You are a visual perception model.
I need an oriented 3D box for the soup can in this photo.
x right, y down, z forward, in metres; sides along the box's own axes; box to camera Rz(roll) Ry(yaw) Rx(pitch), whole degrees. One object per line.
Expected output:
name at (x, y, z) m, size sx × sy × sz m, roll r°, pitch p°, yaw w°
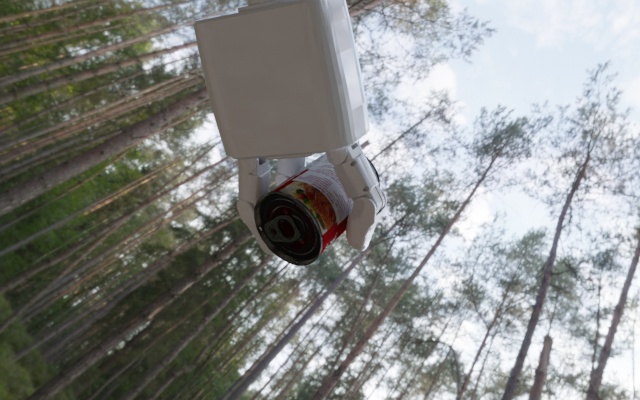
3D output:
soup can at (0.000, 0.002, 0.419) m, size 0.068 × 0.068 × 0.102 m, roll 0°, pitch 27°, yaw 38°
